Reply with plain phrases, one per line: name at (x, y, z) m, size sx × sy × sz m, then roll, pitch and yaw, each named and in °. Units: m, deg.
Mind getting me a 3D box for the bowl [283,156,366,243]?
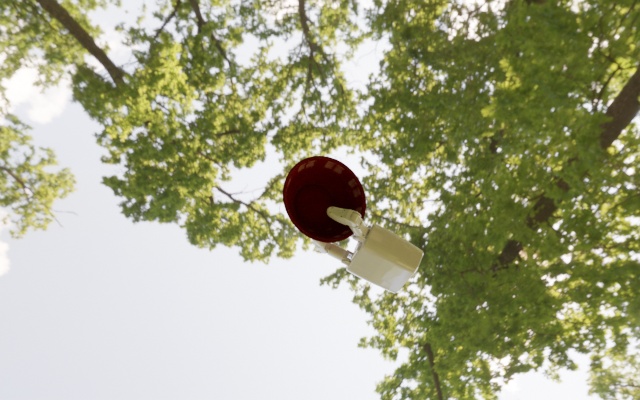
bowl at (-0.001, 0.002, 0.872) m, size 0.162 × 0.162 × 0.055 m, roll 0°, pitch -16°, yaw -23°
